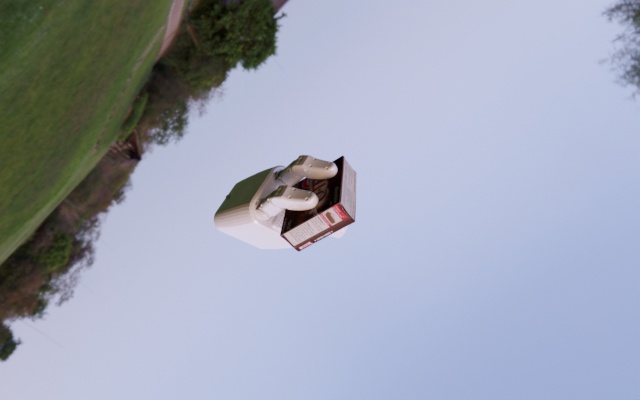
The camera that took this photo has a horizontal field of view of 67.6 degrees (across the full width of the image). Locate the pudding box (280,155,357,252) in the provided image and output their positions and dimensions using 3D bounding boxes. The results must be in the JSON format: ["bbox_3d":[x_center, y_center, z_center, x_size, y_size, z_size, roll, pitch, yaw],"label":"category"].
[{"bbox_3d":[0.000,0.002,0.606,0.090,0.039,0.113,-31,29,23],"label":"pudding box"}]
